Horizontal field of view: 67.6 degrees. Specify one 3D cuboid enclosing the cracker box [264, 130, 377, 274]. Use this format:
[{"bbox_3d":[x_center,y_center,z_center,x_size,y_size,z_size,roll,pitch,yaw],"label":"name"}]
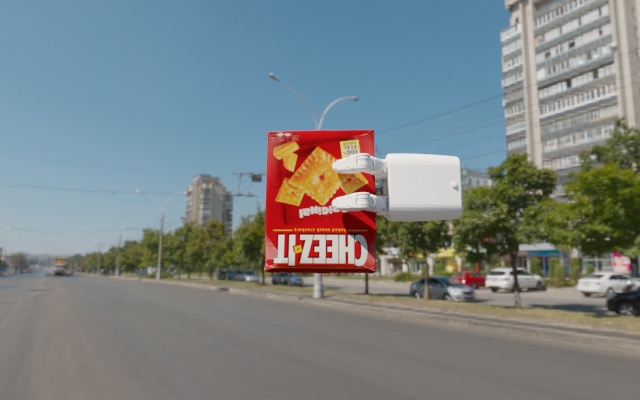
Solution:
[{"bbox_3d":[0.000,0.002,0.723,0.164,0.213,0.072,0,-9,1],"label":"cracker box"}]
